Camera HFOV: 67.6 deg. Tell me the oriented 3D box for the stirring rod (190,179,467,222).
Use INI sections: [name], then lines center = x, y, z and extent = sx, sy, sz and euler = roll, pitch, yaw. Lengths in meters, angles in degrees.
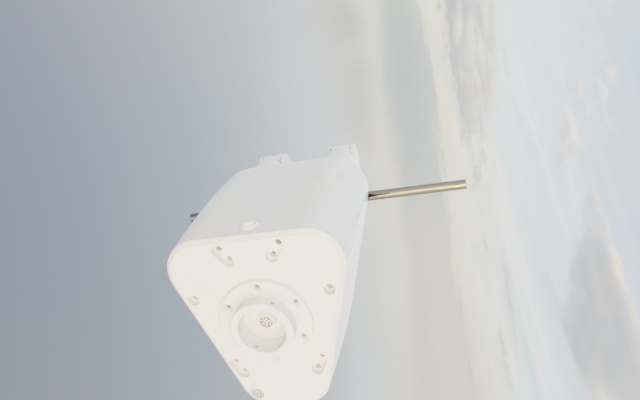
[stirring rod]
center = 0.000, 0.001, 0.408
extent = 0.239, 0.011, 0.011
euler = -7, -2, 12
